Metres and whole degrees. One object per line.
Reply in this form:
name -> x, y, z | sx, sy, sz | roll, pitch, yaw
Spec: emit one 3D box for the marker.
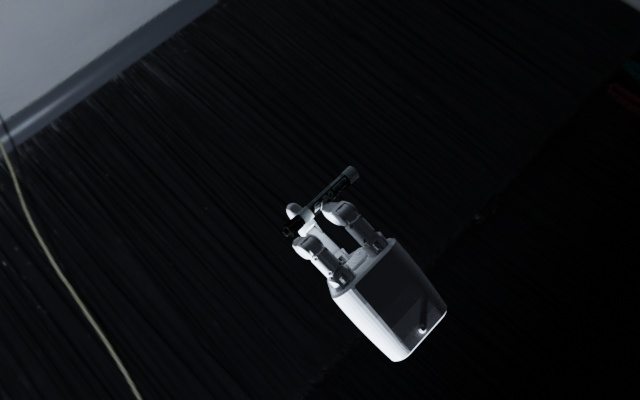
marker -> 0.000, 0.002, 0.592 | 0.121, 0.020, 0.020 | -42, 13, -15
